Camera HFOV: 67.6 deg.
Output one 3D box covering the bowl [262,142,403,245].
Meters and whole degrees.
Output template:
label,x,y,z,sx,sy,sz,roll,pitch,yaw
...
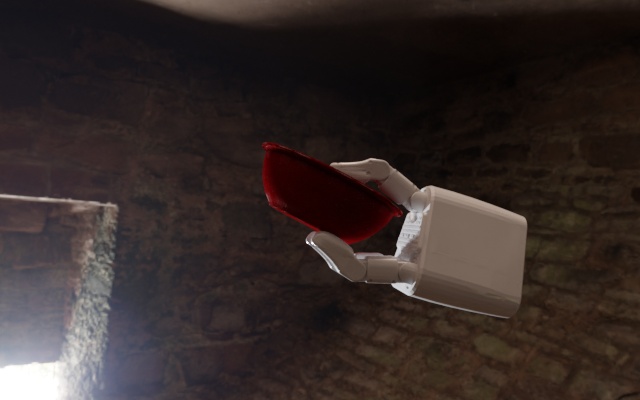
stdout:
label,x,y,z,sx,sy,sz,roll,pitch,yaw
bowl,-0.001,0.001,0.494,0.162,0.055,0.162,27,-4,2
